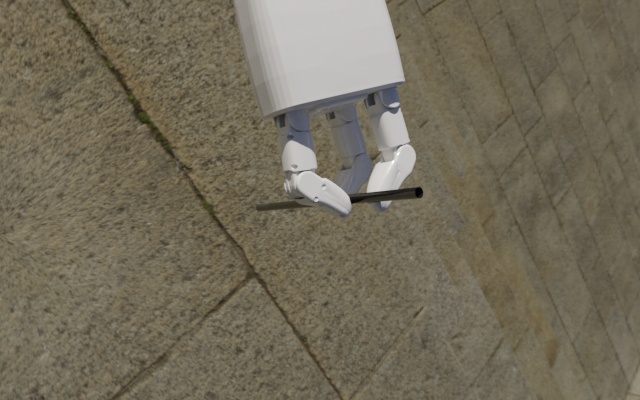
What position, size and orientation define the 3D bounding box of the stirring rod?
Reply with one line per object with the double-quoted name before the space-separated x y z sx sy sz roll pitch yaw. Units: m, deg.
"stirring rod" 0.000 0.001 0.426 0.011 0.011 0.239 0 -3 -34
